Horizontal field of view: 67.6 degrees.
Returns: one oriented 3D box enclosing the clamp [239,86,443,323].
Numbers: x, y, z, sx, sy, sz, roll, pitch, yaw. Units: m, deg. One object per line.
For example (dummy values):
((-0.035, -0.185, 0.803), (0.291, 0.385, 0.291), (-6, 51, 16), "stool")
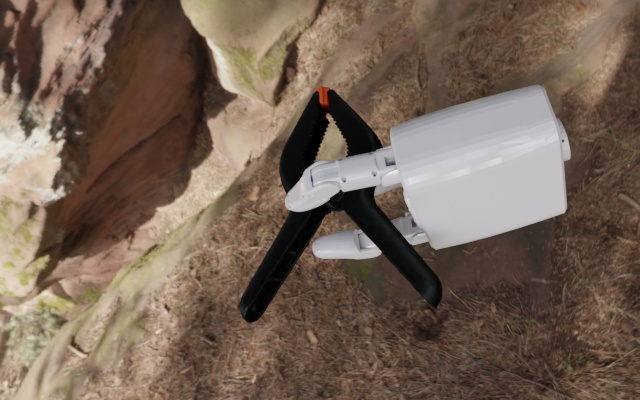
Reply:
((0.000, 0.000, 0.405), (0.164, 0.210, 0.036), (-16, -25, 17), "clamp")
